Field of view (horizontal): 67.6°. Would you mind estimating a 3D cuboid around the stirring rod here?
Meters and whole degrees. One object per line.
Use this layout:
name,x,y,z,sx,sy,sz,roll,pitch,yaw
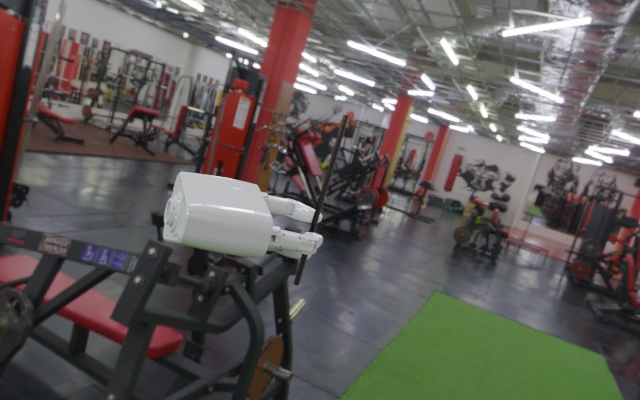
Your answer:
stirring rod,0.000,0.002,0.646,0.011,0.239,0.011,16,8,-2
